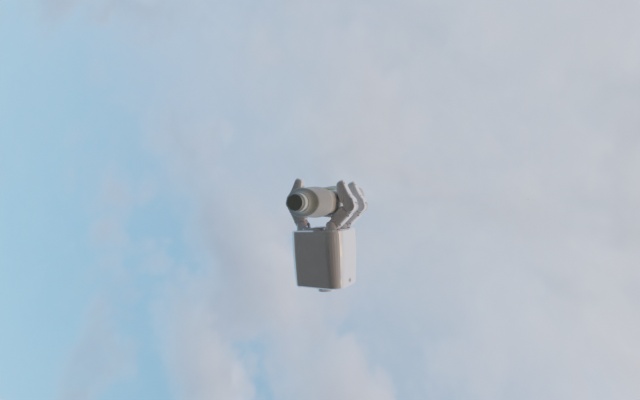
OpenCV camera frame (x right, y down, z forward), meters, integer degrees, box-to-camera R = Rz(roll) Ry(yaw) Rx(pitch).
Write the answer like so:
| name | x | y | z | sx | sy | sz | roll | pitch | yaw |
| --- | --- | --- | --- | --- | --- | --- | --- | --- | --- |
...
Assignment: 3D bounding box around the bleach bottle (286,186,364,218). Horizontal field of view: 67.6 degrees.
| name | x | y | z | sx | sy | sz | roll | pitch | yaw |
| --- | --- | --- | --- | --- | --- | --- | --- | --- | --- |
| bleach bottle | 0.000 | 0.003 | 0.892 | 0.102 | 0.068 | 0.251 | -2 | -1 | 23 |
